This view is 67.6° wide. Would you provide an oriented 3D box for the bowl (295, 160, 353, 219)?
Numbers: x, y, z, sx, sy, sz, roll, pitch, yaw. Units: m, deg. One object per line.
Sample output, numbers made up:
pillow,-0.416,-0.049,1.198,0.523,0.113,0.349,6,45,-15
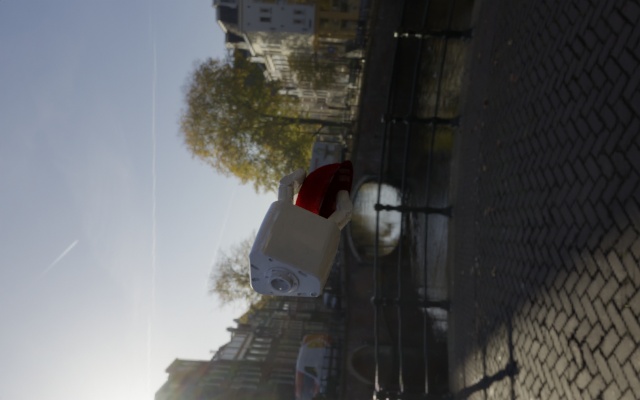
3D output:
bowl,0.000,0.002,0.799,0.055,0.162,0.162,19,6,17
